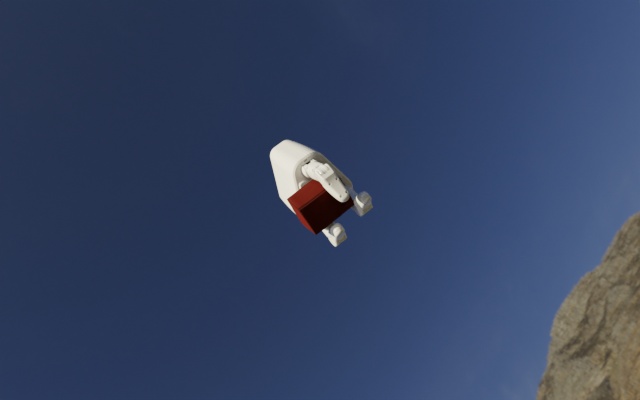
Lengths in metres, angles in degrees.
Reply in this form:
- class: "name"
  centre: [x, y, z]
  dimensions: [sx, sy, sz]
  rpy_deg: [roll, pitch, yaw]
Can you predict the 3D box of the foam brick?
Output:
- class: "foam brick"
  centre: [0.000, 0.002, 0.707]
  dimensions: [0.078, 0.053, 0.051]
  rpy_deg: [-37, 30, -12]
